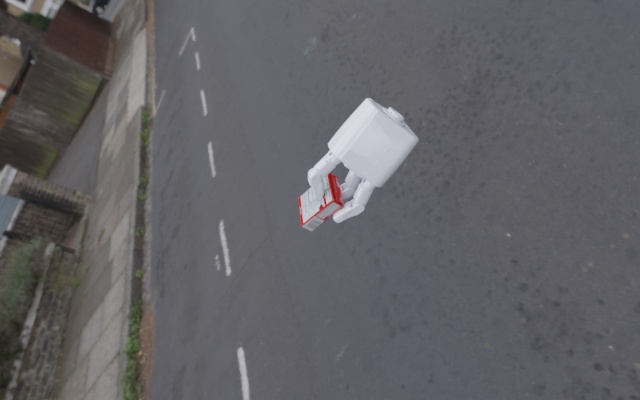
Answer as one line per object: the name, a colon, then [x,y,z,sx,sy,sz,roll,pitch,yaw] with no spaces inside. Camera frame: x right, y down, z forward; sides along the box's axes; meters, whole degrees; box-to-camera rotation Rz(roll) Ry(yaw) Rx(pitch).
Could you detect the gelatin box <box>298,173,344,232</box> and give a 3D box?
gelatin box: [0.000,0.003,0.876,0.030,0.073,0.089,29,-55,-34]
